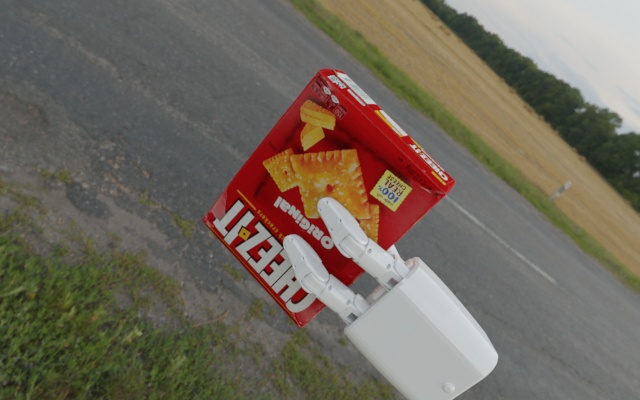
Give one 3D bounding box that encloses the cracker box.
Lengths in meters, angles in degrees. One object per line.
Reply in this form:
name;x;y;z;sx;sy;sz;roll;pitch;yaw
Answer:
cracker box;0.000;0.001;0.488;0.214;0.164;0.072;-47;-8;24
